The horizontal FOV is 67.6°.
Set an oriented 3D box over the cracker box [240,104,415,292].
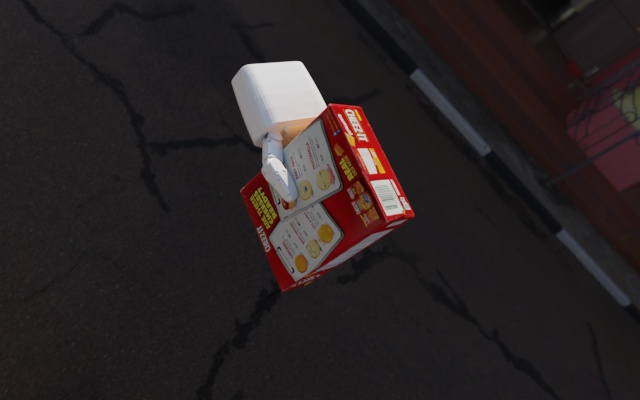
[{"bbox_3d":[0.000,0.002,0.636,0.072,0.164,0.214,-7,-24,-46],"label":"cracker box"}]
